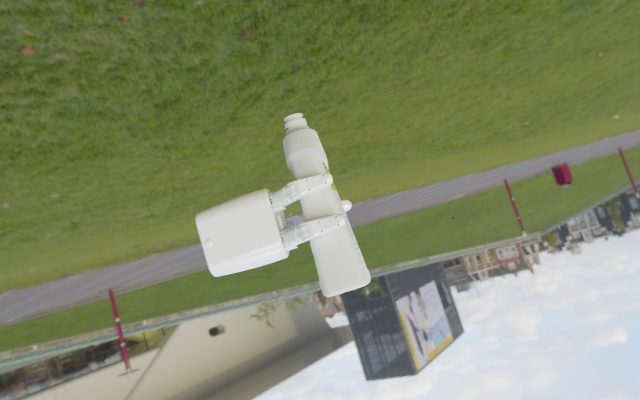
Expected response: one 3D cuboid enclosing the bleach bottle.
[{"bbox_3d":[0.000,0.002,0.664,0.068,0.251,0.102,-18,-7,4],"label":"bleach bottle"}]
